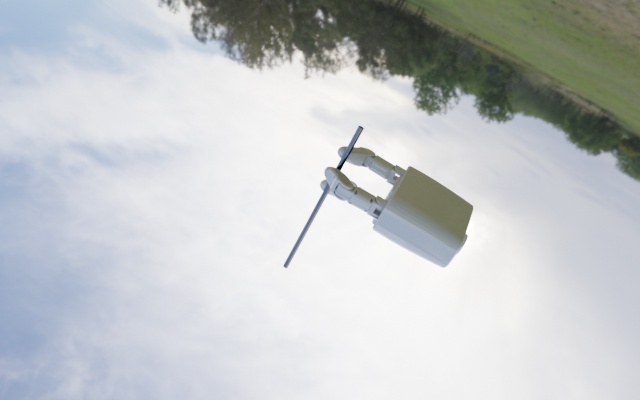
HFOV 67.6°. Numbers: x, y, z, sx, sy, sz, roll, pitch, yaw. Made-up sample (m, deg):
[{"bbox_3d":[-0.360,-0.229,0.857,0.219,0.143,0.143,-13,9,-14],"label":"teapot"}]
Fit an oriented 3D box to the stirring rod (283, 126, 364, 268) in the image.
[{"bbox_3d":[0.000,0.002,0.663,0.011,0.240,0.011,23,25,-11],"label":"stirring rod"}]
